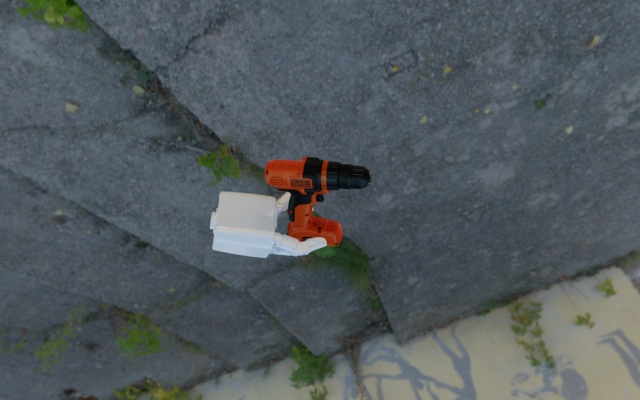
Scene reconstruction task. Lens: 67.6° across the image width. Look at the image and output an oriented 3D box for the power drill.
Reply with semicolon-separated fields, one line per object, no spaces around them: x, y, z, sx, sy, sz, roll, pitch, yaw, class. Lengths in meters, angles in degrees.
0.000;0.003;0.868;0.184;0.188;0.057;5;45;10;power drill
